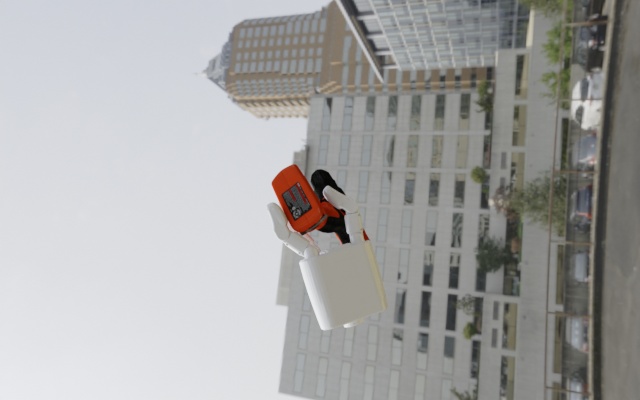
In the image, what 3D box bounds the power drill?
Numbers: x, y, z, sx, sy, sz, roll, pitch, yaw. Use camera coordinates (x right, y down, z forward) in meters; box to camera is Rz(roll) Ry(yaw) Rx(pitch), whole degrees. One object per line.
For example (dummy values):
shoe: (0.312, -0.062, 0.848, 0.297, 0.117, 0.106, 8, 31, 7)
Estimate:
power drill: (0.000, 0.003, 0.790, 0.057, 0.184, 0.188, -40, -29, 17)
